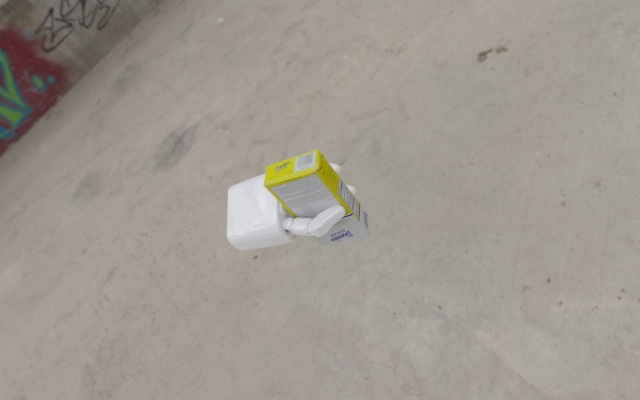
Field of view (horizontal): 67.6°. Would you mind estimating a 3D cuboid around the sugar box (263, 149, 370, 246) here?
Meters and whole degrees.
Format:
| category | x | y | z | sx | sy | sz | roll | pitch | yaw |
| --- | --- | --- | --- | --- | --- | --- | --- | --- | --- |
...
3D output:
| category | x | y | z | sx | sy | sz | roll | pitch | yaw |
| --- | --- | --- | --- | --- | --- | --- | --- | --- | --- |
| sugar box | 0.000 | 0.002 | 0.742 | 0.093 | 0.048 | 0.176 | -15 | -40 | 26 |
